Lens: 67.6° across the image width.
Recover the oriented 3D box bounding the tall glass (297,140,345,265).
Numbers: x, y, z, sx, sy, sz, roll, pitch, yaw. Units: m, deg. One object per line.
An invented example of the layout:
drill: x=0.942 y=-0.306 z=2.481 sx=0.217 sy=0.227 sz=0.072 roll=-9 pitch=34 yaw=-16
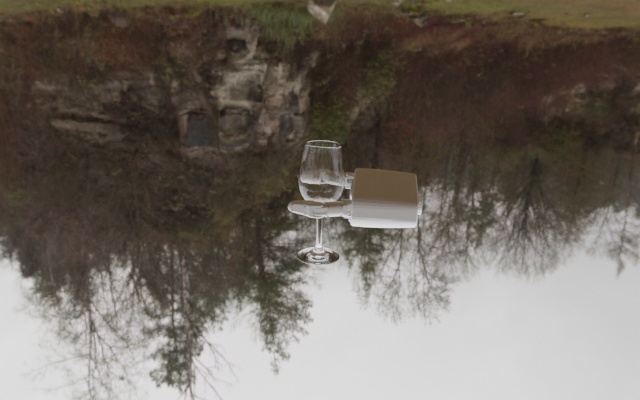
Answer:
tall glass: x=0.000 y=0.003 z=0.803 sx=0.079 sy=0.201 sz=0.079 roll=2 pitch=18 yaw=-1
